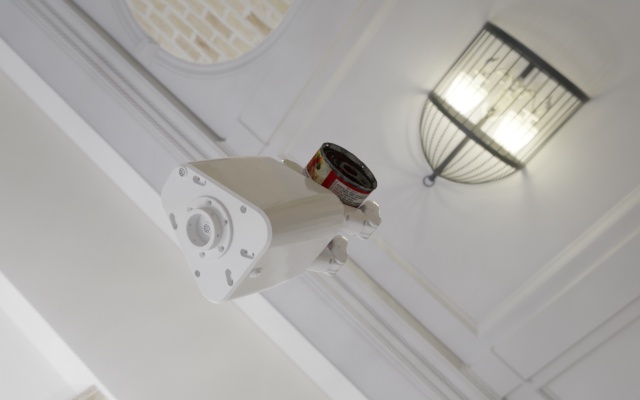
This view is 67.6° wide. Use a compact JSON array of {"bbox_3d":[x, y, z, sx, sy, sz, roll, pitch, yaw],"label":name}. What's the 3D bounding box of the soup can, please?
[{"bbox_3d":[0.000,0.002,0.485,0.068,0.102,0.068,31,26,-17],"label":"soup can"}]
